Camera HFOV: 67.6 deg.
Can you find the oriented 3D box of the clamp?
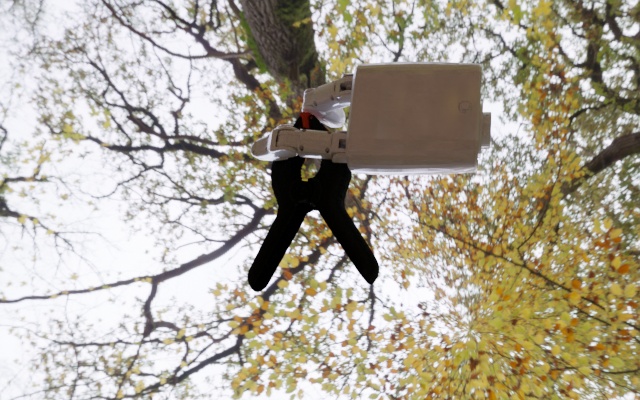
[{"bbox_3d":[0.000,0.001,0.432,0.120,0.171,0.039,3,-14,18],"label":"clamp"}]
